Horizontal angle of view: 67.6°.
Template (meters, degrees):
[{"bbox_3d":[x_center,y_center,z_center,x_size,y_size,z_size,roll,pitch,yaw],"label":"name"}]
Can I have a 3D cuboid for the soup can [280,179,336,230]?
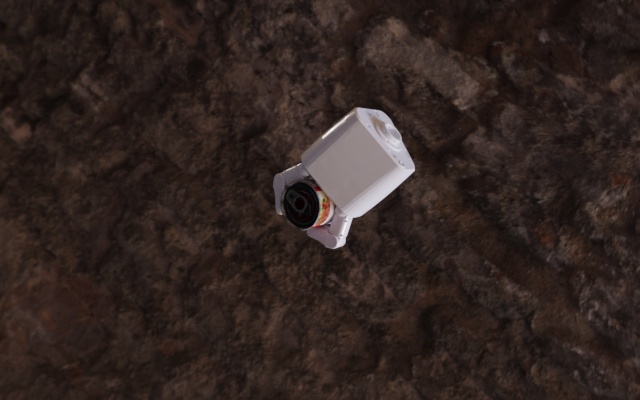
[{"bbox_3d":[0.000,0.003,0.690,0.068,0.068,0.102,0,5,35],"label":"soup can"}]
